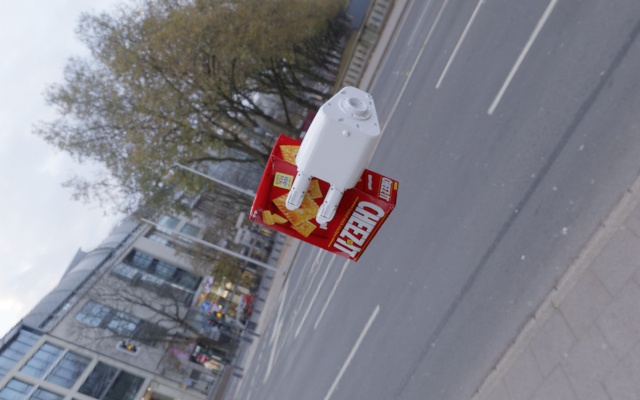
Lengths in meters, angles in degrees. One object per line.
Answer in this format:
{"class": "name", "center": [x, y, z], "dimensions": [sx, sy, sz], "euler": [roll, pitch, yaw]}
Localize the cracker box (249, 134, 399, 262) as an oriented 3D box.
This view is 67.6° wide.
{"class": "cracker box", "center": [0.000, 0.002, 0.815], "dimensions": [0.214, 0.072, 0.164], "euler": [23, -46, -5]}
